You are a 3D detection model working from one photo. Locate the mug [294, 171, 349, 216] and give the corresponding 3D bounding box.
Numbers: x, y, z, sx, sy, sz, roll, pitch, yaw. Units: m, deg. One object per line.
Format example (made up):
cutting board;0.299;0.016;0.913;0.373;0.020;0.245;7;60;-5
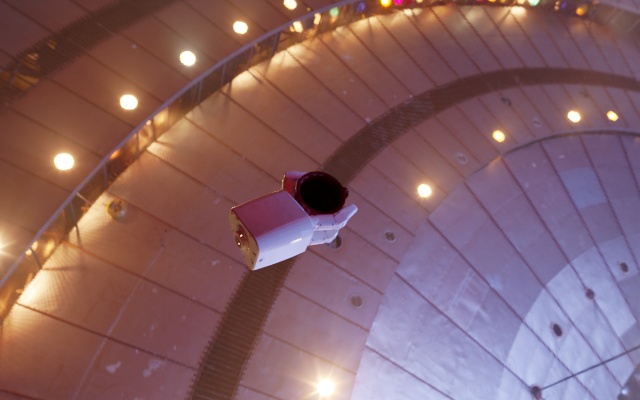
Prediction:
mug;0.001;0.003;0.894;0.117;0.093;0.081;-19;-24;-29
